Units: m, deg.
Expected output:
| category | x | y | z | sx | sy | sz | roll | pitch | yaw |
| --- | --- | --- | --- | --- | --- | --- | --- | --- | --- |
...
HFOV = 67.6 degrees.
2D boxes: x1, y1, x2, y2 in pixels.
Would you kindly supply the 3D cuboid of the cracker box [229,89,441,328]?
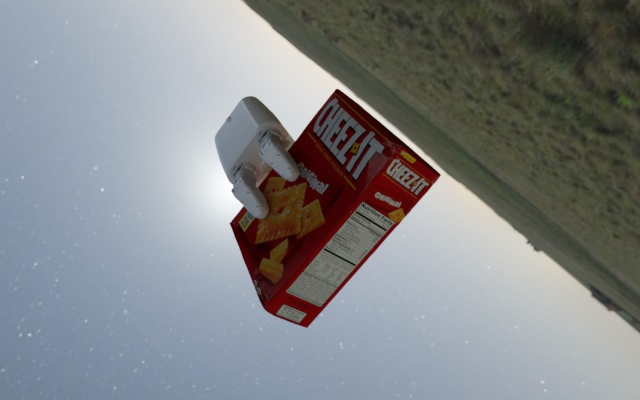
| category | x | y | z | sx | sy | sz | roll | pitch | yaw |
| --- | --- | --- | --- | --- | --- | --- | --- | --- | --- |
| cracker box | 0.000 | 0.002 | 0.524 | 0.072 | 0.214 | 0.164 | 30 | 15 | -35 |
